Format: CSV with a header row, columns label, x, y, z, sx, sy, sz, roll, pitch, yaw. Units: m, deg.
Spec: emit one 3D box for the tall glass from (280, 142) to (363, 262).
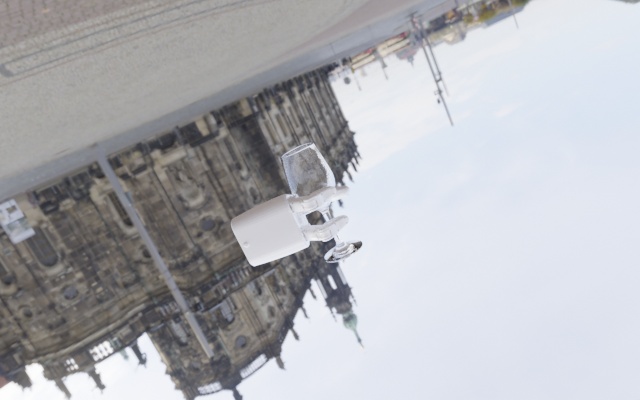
label,x,y,z,sx,sy,sz,roll,pitch,yaw
tall glass,0.001,0.003,0.825,0.079,0.201,0.079,-23,14,6
